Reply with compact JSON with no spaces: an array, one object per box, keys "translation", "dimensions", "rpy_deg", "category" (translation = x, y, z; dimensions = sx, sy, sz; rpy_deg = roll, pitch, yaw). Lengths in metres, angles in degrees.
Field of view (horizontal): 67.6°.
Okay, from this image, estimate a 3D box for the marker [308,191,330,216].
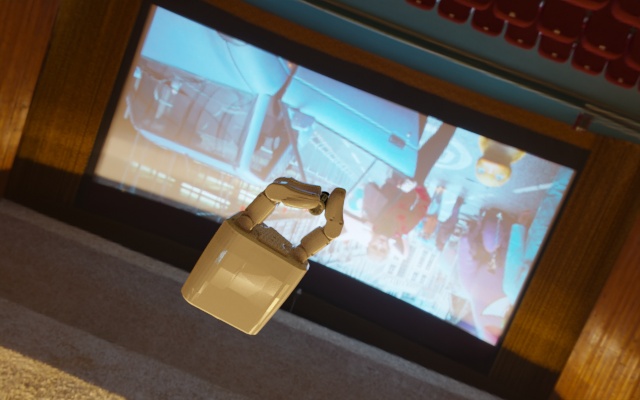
[{"translation":[0.000,0.002,0.599],"dimensions":[0.020,0.020,0.121],"rpy_deg":[0,6,5],"category":"marker"}]
